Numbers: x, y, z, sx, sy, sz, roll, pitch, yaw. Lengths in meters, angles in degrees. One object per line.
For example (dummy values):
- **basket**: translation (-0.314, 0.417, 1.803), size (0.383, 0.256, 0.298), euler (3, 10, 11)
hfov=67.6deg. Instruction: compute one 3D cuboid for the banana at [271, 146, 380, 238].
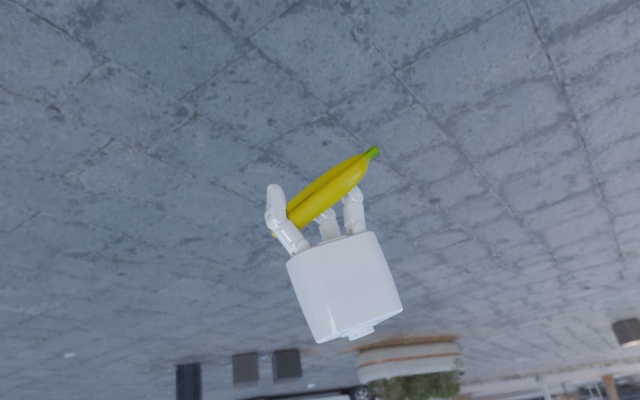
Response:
- **banana**: translation (-0.007, 0.002, 0.606), size (0.198, 0.037, 0.069), euler (-37, -12, 28)
